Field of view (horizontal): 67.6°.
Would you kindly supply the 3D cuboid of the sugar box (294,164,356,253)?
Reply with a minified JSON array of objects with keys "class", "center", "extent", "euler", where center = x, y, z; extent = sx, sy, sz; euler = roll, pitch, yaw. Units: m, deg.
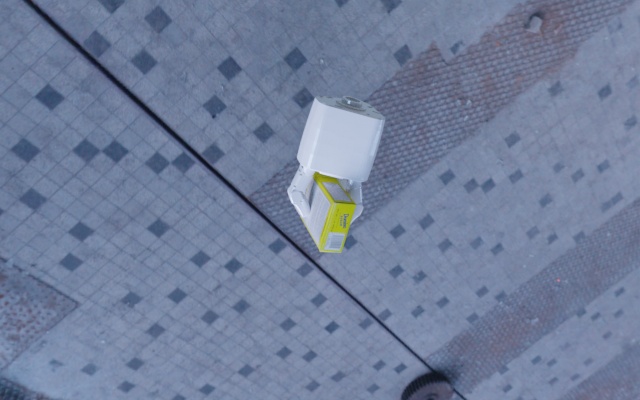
[{"class":"sugar box","center":[0.001,0.003,0.815],"extent":[0.048,0.093,0.176],"euler":[7,26,-21]}]
